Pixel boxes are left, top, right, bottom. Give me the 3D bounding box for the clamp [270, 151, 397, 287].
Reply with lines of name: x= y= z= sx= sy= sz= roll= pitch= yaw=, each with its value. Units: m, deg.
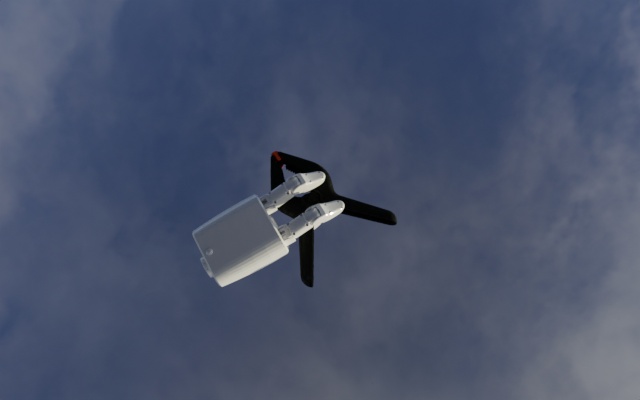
clamp: x=0.000 y=0.002 z=0.712 sx=0.164 sy=0.210 sz=0.036 roll=-28 pitch=-21 yaw=-11
